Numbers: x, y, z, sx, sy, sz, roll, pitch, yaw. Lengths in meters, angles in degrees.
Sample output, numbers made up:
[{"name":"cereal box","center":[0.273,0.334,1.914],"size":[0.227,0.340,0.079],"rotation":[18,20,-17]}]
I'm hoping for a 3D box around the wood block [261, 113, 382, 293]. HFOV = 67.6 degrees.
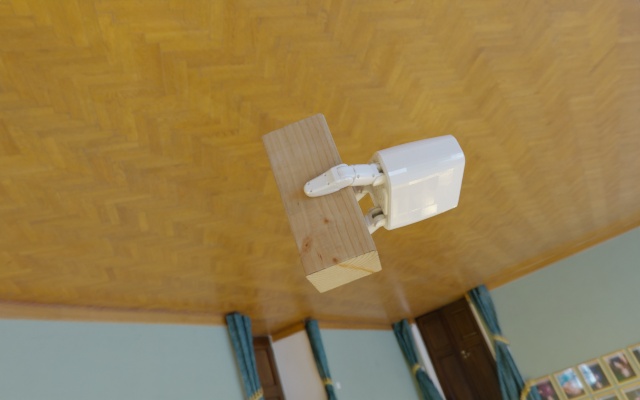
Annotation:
[{"name":"wood block","center":[0.000,0.002,0.632],"size":[0.090,0.206,0.091],"rotation":[-21,-26,2]}]
